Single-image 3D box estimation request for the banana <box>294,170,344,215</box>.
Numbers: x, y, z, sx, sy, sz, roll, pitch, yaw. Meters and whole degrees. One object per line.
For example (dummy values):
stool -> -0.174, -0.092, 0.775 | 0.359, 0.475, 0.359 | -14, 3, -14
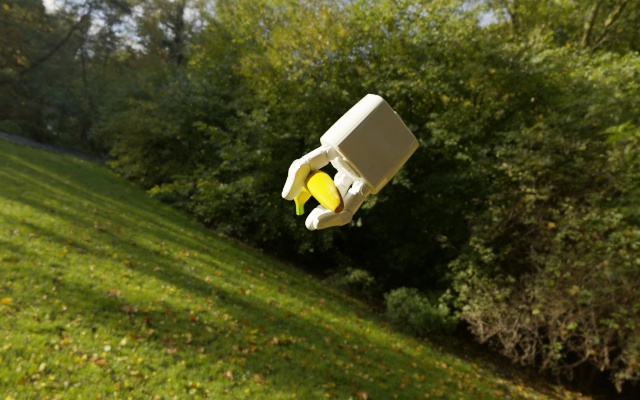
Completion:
banana -> -0.008, -0.015, 0.719 | 0.037, 0.069, 0.198 | -22, 4, -16
